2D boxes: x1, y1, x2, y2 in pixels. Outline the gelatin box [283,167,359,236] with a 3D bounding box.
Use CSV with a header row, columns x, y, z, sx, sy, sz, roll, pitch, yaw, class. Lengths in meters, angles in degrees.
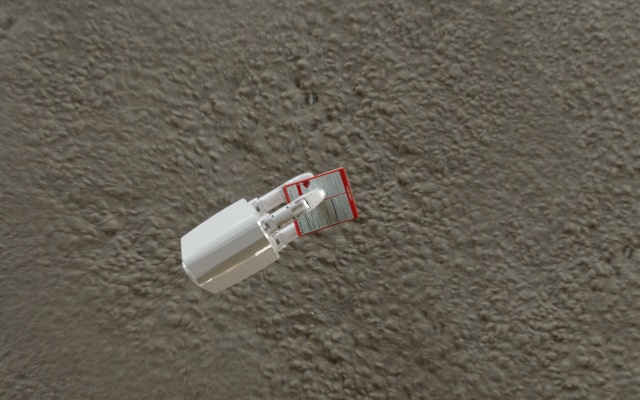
x,y,z,sx,sy,sz,roll,pitch,yaw,class
0.000,0.002,0.662,0.089,0.073,0.030,-18,1,-4,gelatin box
